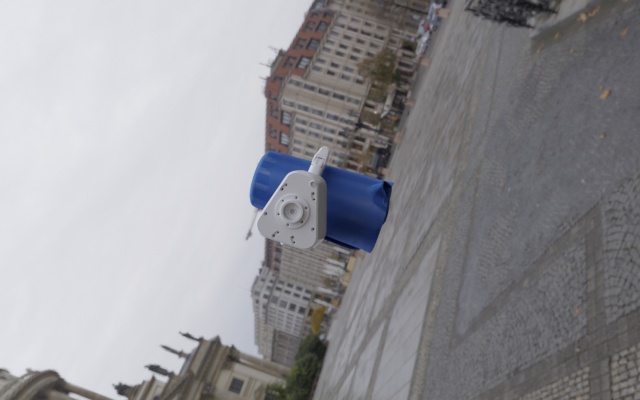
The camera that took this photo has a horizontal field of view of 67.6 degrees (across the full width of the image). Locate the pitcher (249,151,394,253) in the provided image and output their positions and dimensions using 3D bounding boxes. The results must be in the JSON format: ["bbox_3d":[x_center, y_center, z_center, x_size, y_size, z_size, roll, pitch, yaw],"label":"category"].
[{"bbox_3d":[0.000,0.003,0.868,0.243,0.149,0.145,18,5,4],"label":"pitcher"}]
